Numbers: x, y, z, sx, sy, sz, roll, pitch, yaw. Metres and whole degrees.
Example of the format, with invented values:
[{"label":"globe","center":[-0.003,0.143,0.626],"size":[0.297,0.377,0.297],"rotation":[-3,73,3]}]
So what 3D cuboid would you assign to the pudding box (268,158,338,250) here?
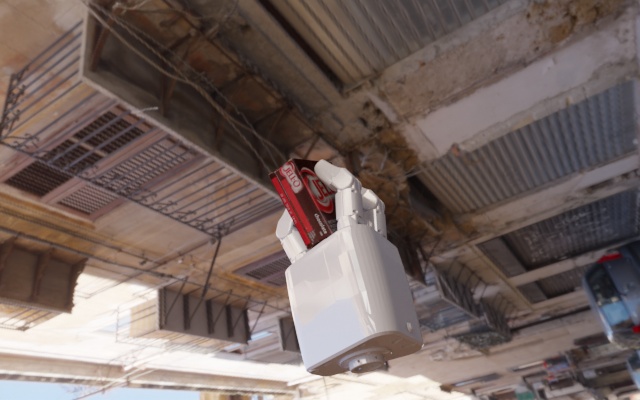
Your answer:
[{"label":"pudding box","center":[0.000,0.002,0.524],"size":[0.039,0.090,0.113],"rotation":[-30,-9,18]}]
